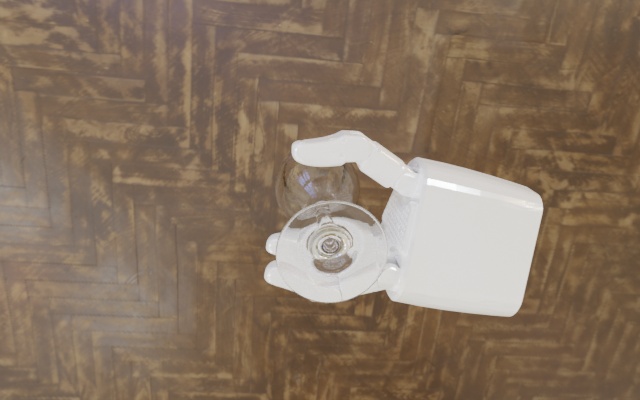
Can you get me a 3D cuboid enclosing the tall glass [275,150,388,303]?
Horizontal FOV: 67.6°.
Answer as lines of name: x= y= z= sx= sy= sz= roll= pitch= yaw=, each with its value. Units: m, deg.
tall glass: x=0.000 y=0.001 z=0.404 sx=0.079 sy=0.079 sz=0.201 roll=0 pitch=20 yaw=-5
